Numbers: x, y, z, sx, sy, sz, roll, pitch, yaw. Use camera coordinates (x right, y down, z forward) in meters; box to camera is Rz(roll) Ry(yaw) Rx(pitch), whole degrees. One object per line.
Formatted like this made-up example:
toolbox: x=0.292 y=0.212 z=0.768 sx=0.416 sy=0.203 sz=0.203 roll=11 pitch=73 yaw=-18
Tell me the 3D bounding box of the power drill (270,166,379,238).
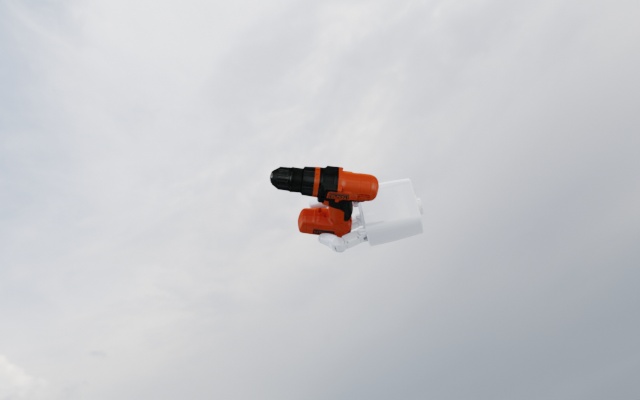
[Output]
power drill: x=0.000 y=0.003 z=0.866 sx=0.184 sy=0.057 sz=0.188 roll=7 pitch=-27 yaw=-2
